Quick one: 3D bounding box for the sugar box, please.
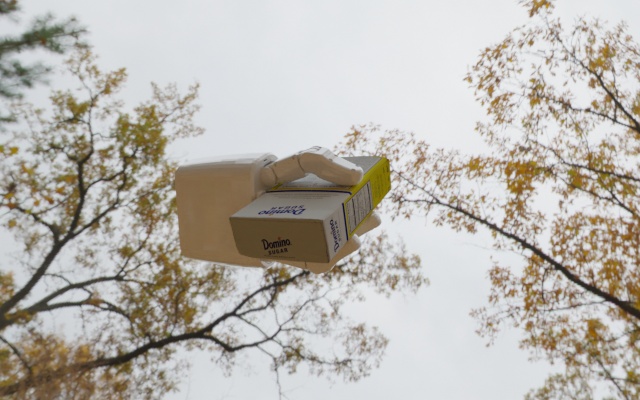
[{"bbox_3d":[0.000,0.002,0.469,0.093,0.048,0.176,1,24,27],"label":"sugar box"}]
